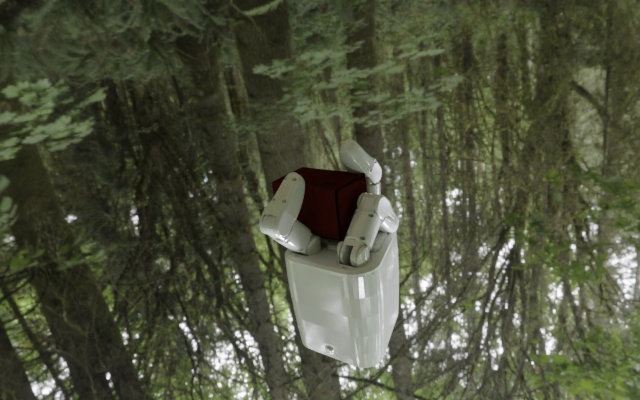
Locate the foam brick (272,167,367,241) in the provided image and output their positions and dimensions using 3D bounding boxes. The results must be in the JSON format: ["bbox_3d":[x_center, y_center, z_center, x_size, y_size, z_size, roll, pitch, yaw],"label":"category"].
[{"bbox_3d":[0.000,0.001,0.464,0.078,0.051,0.053,9,25,37],"label":"foam brick"}]
